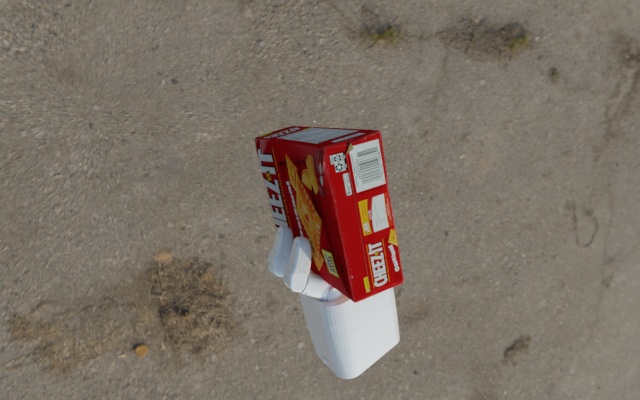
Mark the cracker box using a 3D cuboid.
[{"bbox_3d":[0.000,0.002,0.556,0.072,0.164,0.213,-18,16,-22],"label":"cracker box"}]
